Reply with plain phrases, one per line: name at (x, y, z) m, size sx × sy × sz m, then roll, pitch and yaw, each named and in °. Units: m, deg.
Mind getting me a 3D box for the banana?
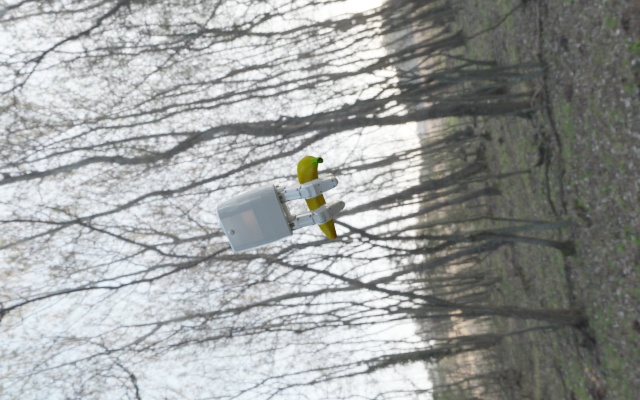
banana at (-0.009, -0.010, 0.843) m, size 0.037 × 0.198 × 0.069 m, roll -26°, pitch 46°, yaw -12°
